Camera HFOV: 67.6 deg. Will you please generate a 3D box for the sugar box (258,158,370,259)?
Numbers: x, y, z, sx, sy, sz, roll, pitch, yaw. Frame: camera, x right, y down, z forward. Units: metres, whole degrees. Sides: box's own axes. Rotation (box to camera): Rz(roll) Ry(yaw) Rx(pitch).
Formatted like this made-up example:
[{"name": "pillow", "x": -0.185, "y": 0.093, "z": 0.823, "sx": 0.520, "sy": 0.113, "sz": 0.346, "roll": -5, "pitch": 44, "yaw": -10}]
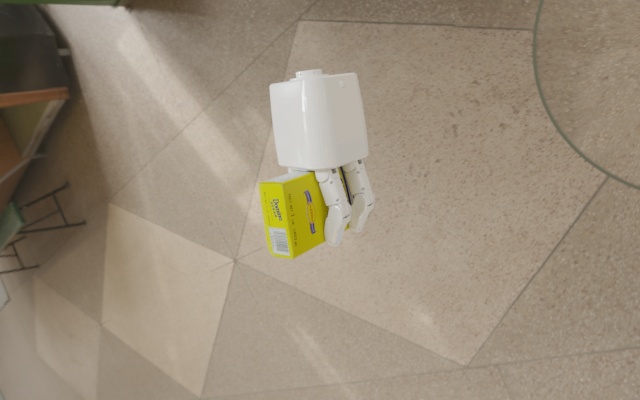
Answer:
[{"name": "sugar box", "x": 0.000, "y": 0.002, "z": 0.616, "sx": 0.048, "sy": 0.093, "sz": 0.176, "roll": 5, "pitch": 18, "yaw": 39}]
